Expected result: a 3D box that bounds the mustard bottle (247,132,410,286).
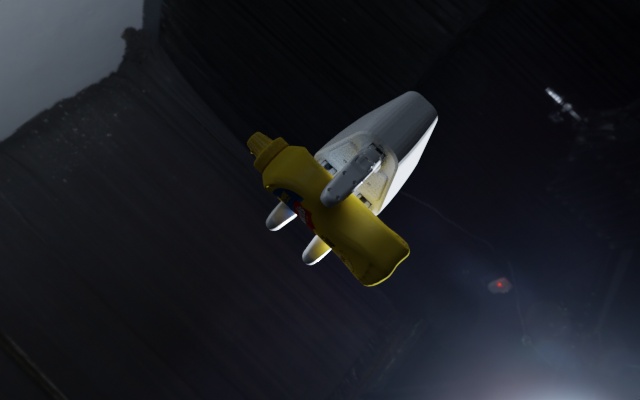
[{"bbox_3d":[0.000,0.002,0.485,0.191,0.058,0.096,44,-11,2],"label":"mustard bottle"}]
